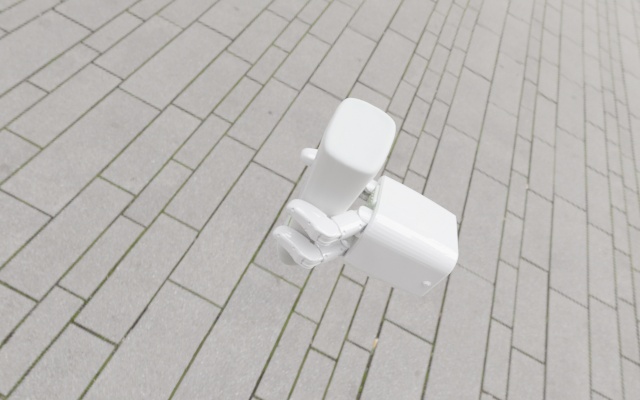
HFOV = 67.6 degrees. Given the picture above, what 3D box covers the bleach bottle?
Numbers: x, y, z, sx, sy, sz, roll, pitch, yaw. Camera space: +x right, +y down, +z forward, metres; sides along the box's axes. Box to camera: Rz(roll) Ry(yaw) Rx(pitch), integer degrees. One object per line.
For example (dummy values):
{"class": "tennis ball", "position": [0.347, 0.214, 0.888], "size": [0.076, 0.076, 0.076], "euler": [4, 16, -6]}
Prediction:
{"class": "bleach bottle", "position": [0.000, 0.002, 0.573], "size": [0.068, 0.102, 0.251], "euler": [27, -40, -3]}
